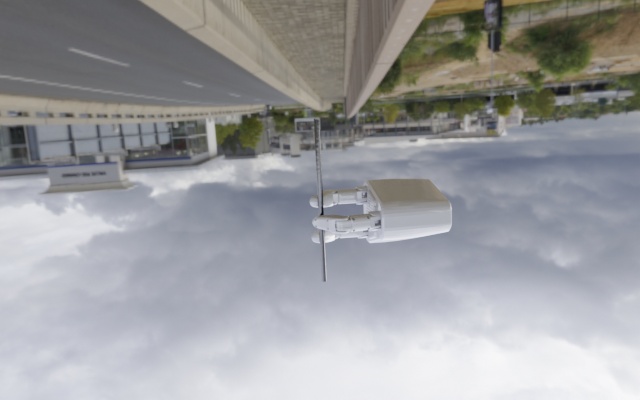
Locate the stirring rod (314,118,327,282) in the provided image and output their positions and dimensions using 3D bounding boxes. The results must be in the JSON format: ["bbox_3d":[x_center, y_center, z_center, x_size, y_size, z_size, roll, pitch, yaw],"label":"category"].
[{"bbox_3d":[0.000,0.002,0.697,0.011,0.239,0.011,-3,9,0],"label":"stirring rod"}]
